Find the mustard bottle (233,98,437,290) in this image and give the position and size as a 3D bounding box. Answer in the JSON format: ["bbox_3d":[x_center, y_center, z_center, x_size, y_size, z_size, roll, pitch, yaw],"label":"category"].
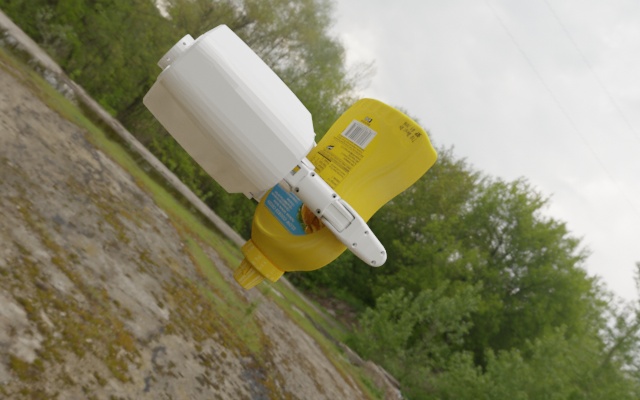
[{"bbox_3d":[0.000,0.001,0.403,0.096,0.191,0.058,43,-4,45],"label":"mustard bottle"}]
